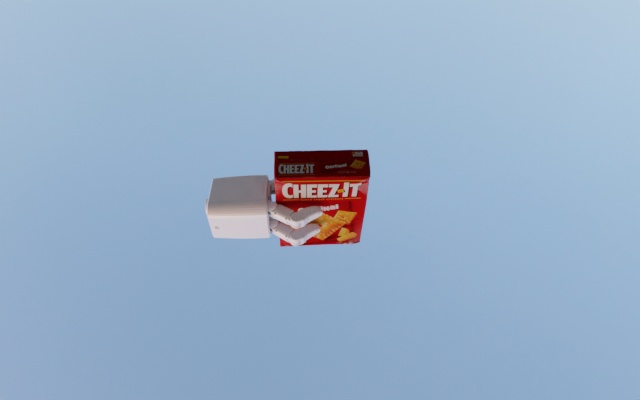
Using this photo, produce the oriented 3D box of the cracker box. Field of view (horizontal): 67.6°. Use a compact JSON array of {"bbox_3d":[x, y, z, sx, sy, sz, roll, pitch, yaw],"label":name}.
[{"bbox_3d":[0.000,0.003,0.886,0.164,0.072,0.214,-2,-36,-3],"label":"cracker box"}]
